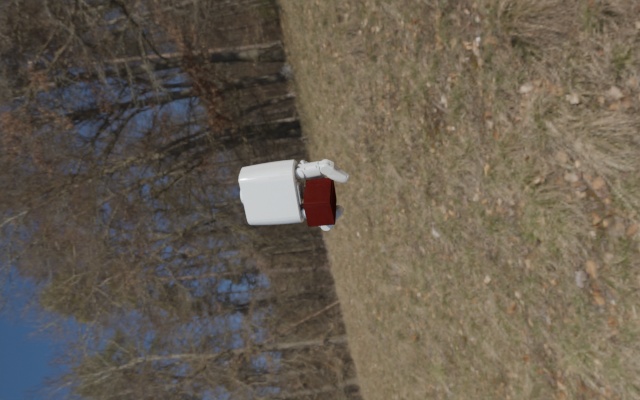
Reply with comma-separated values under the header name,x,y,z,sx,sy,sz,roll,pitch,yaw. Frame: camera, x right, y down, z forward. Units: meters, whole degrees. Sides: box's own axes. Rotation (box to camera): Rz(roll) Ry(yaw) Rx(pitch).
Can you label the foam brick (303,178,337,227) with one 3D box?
name,x,y,z,sx,sy,sz,roll,pitch,yaw
foam brick,0.000,0.003,0.865,0.051,0.053,0.078,-5,37,8
